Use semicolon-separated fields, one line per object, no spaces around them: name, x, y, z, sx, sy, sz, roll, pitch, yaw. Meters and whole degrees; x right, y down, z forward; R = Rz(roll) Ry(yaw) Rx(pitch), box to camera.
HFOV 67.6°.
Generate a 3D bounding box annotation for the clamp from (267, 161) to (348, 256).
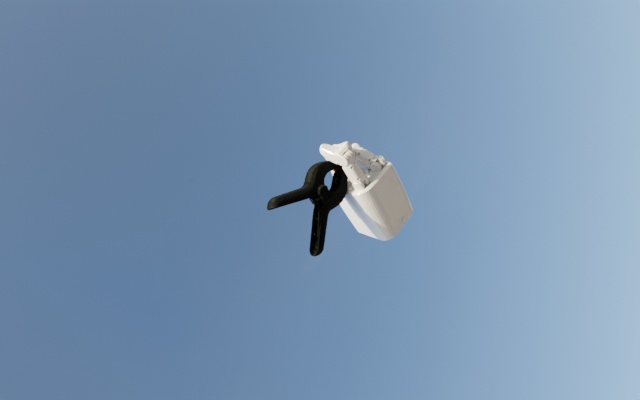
clamp;0.000;0.002;0.774;0.039;0.120;0.171;0;37;50
